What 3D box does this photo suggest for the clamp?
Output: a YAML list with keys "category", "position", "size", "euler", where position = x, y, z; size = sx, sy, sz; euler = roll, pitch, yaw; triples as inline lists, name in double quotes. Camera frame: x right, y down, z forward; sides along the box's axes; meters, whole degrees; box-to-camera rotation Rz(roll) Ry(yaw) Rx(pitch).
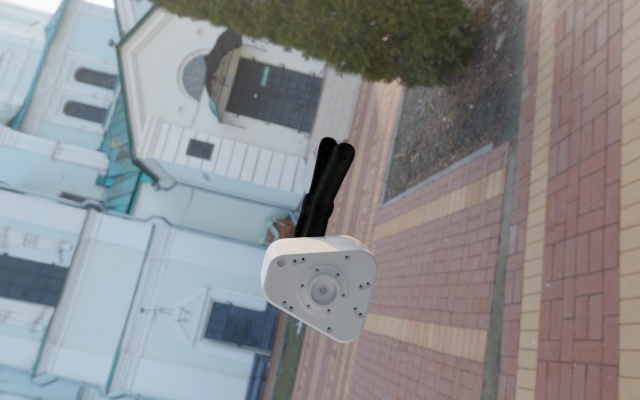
- category: "clamp"
  position: [-0.001, 0.002, 0.575]
  size: [0.039, 0.171, 0.120]
  euler: [14, 0, -6]
